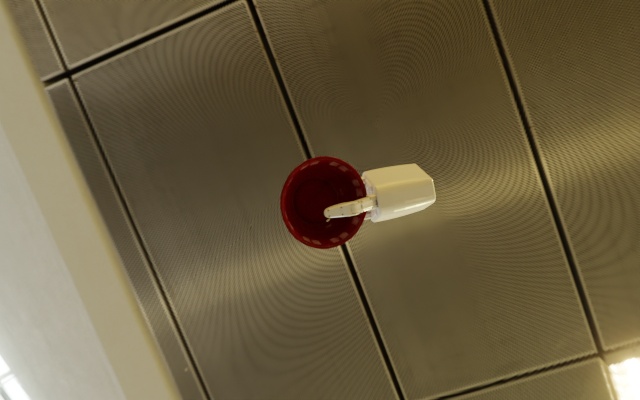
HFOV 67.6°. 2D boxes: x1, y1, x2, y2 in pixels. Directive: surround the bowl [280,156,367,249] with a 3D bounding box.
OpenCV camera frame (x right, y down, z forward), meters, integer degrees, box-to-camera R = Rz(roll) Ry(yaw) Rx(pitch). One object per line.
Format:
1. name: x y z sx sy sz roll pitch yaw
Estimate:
1. bowl: -0.001 0.003 0.850 0.162 0.162 0.055 0 3 -20
